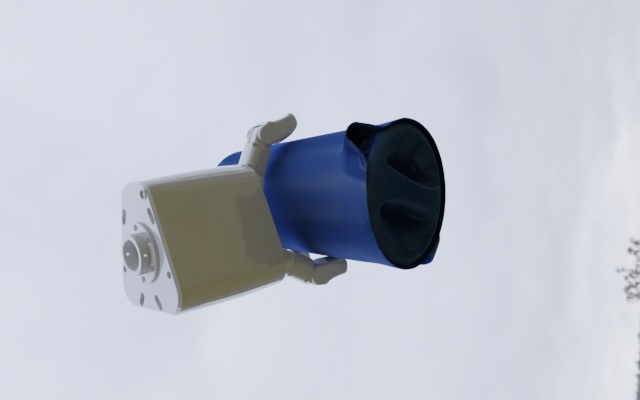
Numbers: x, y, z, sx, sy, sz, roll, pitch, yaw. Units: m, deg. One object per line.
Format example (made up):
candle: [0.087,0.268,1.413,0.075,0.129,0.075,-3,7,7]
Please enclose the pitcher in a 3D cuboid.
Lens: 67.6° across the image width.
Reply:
pitcher: [0.000,0.002,0.501,0.243,0.149,0.145,0,8,42]
